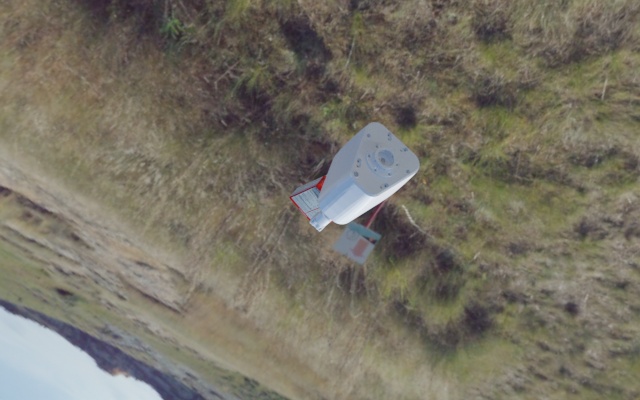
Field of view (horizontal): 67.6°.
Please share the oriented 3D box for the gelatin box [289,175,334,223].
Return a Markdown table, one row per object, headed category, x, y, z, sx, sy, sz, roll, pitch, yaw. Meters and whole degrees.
| category | x | y | z | sx | sy | sz | roll | pitch | yaw |
| --- | --- | --- | --- | --- | --- | --- | --- | --- | --- |
| gelatin box | 0.000 | 0.003 | 0.796 | 0.089 | 0.073 | 0.030 | -23 | 24 | 52 |
